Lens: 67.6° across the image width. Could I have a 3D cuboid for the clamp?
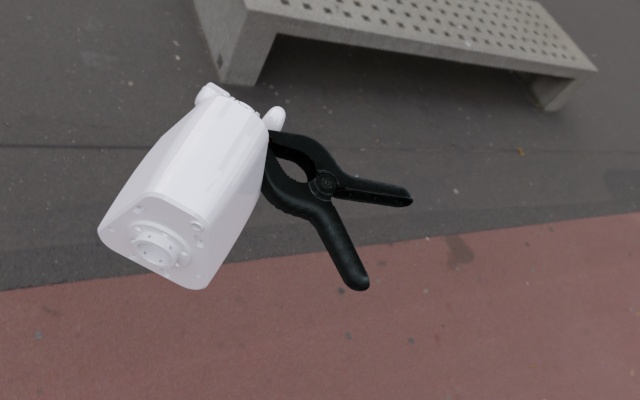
[{"bbox_3d":[0.000,0.001,0.436,0.171,0.120,0.039,28,-38,-8],"label":"clamp"}]
